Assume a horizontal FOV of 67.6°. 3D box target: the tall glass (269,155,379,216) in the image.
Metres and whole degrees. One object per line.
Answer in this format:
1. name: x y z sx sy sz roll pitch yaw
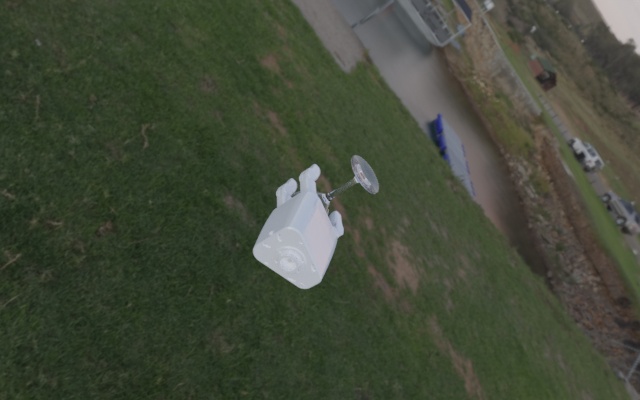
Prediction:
1. tall glass: 0.001 0.002 0.840 0.201 0.079 0.079 -32 -16 28
